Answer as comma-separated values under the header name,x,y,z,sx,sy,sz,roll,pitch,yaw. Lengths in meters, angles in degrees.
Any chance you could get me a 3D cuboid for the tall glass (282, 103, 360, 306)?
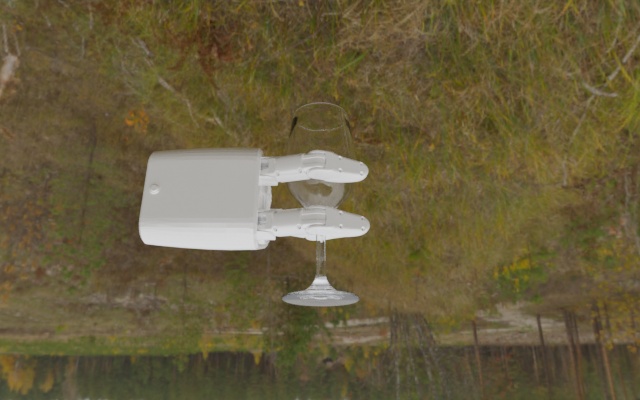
name,x,y,z,sx,sy,sz,roll,pitch,yaw
tall glass,0.000,0.002,0.489,0.079,0.201,0.079,0,-21,0
